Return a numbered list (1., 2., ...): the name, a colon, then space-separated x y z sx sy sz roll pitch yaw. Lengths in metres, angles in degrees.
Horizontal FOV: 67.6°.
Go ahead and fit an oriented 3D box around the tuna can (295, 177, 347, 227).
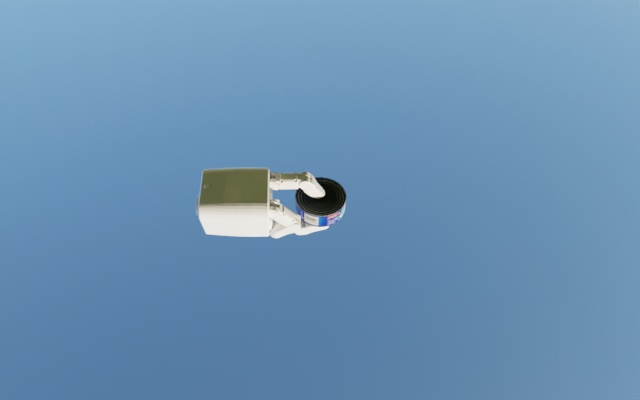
1. tuna can: 0.000 0.003 0.808 0.086 0.086 0.034 0 -40 -2
